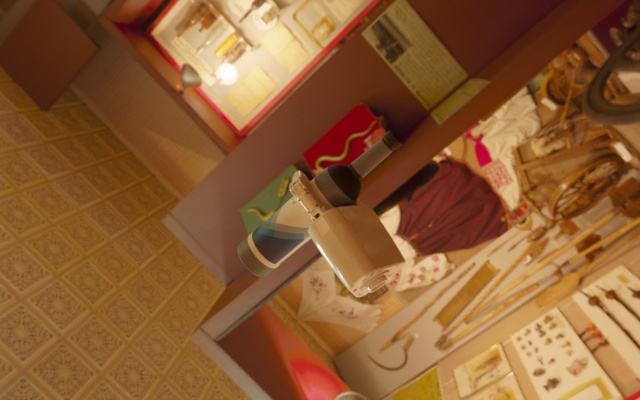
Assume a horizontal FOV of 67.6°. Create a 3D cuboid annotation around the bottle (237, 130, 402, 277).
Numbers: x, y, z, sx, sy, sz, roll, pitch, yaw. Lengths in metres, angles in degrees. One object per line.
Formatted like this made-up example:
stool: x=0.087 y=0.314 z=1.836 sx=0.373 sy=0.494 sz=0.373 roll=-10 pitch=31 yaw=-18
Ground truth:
bottle: x=0.000 y=0.002 z=0.717 sx=0.296 sy=0.069 sz=0.069 roll=-41 pitch=-13 yaw=16
